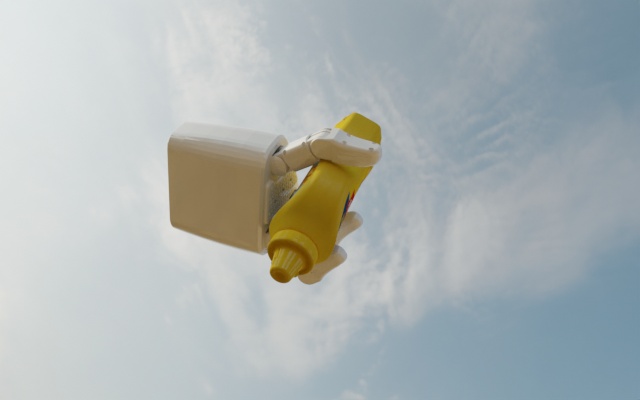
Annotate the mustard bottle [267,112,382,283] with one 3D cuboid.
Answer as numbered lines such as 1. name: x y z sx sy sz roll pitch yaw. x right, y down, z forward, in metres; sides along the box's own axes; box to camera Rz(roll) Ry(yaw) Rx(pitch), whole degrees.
1. mustard bottle: 0.000 0.001 0.438 0.058 0.096 0.191 31 43 0
